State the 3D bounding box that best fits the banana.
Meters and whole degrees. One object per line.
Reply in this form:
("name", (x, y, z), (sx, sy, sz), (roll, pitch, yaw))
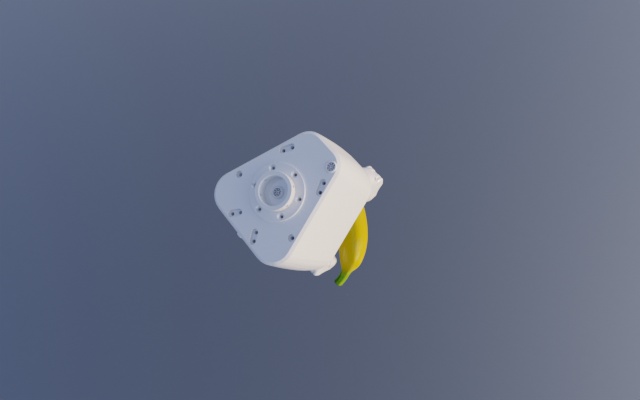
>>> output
("banana", (0.016, -0.001, 0.573), (0.069, 0.197, 0.037), (-23, -15, 29))
